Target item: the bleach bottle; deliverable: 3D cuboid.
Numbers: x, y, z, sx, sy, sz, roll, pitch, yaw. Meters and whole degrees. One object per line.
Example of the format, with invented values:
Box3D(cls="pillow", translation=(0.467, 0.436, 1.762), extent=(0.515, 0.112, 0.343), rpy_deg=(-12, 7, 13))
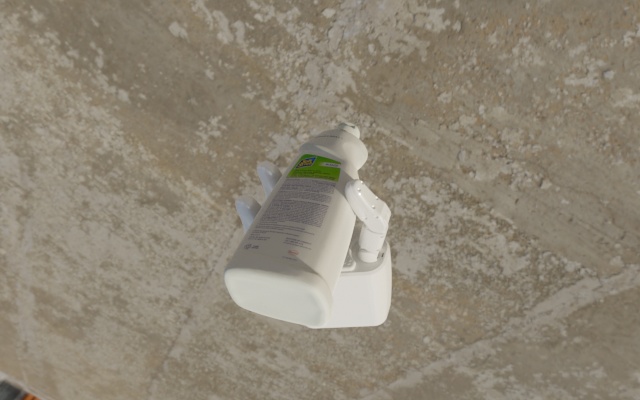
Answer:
Box3D(cls="bleach bottle", translation=(0.000, 0.002, 0.492), extent=(0.102, 0.068, 0.250), rpy_deg=(9, 45, 19))
